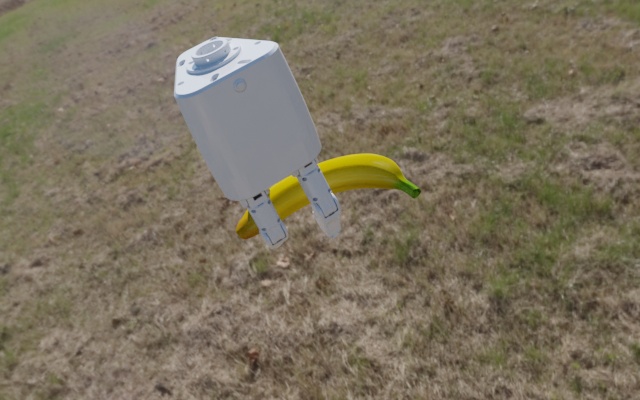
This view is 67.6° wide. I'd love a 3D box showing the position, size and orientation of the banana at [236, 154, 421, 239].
[{"bbox_3d":[0.001,-0.011,0.513,0.198,0.037,0.069,-15,41,6],"label":"banana"}]
